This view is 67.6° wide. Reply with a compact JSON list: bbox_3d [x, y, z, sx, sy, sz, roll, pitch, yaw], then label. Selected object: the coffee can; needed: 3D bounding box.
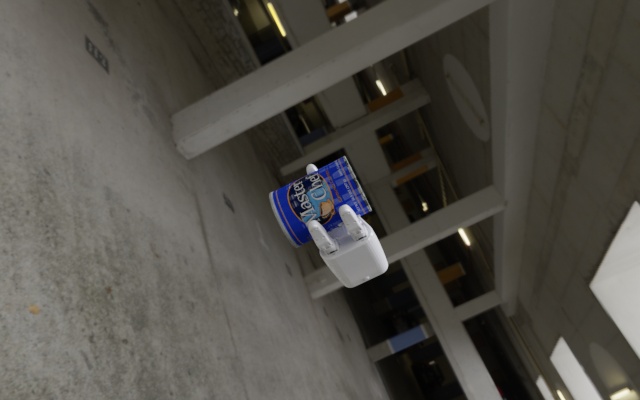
[{"bbox_3d":[0.000,0.003,0.792,0.140,0.103,0.103,-26,-3,6],"label":"coffee can"}]
